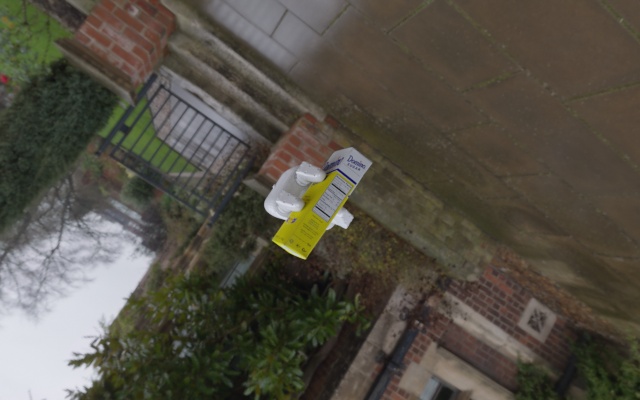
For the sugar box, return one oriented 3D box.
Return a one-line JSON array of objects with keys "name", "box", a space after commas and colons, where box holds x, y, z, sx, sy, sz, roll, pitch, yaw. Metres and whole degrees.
[{"name": "sugar box", "box": [0.000, 0.002, 0.724, 0.048, 0.176, 0.093, 35, -10, -14]}]
